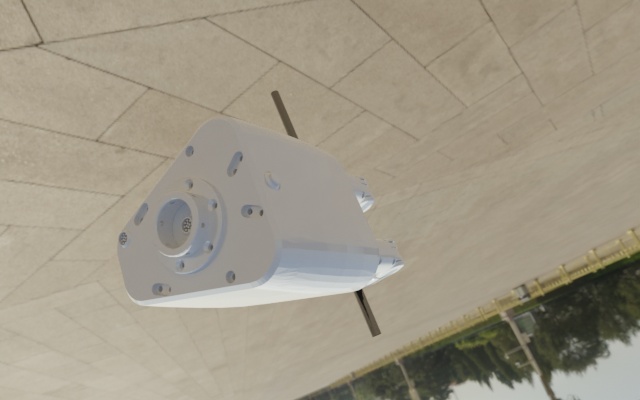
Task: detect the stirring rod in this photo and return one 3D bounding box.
[{"bbox_3d":[0.000,0.001,0.414,0.011,0.239,0.011,-20,-20,-8],"label":"stirring rod"}]
